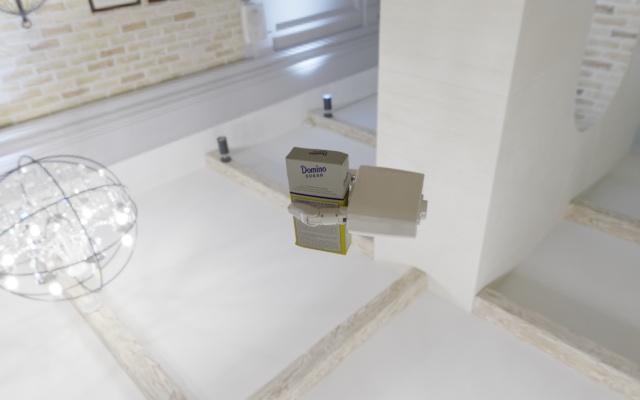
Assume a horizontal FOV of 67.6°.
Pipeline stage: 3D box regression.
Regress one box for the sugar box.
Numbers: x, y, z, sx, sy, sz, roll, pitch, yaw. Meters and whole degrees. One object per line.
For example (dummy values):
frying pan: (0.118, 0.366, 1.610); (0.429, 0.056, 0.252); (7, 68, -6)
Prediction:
sugar box: (0.000, 0.002, 0.771); (0.093, 0.176, 0.048); (9, 34, 17)
